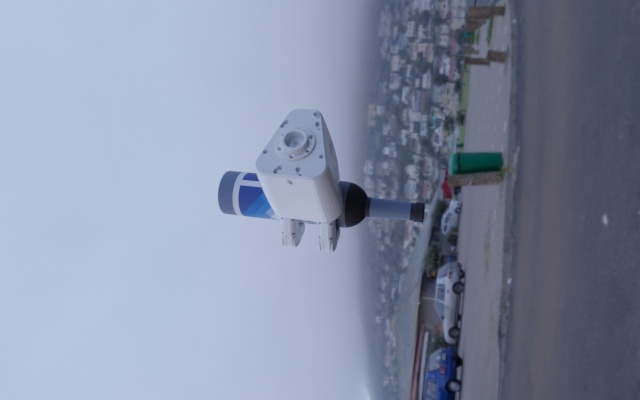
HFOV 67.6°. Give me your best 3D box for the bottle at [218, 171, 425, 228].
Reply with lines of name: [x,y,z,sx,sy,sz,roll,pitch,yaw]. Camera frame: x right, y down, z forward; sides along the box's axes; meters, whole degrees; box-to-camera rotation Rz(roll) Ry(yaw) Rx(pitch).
bottle: [0.000,0.002,0.691,0.295,0.069,0.069,6,1,15]
